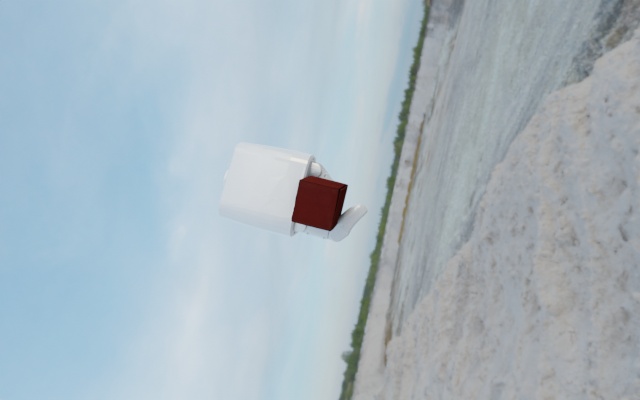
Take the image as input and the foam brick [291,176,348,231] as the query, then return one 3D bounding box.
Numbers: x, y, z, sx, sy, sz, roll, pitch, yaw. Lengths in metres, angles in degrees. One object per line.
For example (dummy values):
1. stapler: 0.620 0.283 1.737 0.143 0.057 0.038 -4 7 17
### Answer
1. foam brick: 0.000 0.002 0.593 0.051 0.053 0.078 14 8 8
